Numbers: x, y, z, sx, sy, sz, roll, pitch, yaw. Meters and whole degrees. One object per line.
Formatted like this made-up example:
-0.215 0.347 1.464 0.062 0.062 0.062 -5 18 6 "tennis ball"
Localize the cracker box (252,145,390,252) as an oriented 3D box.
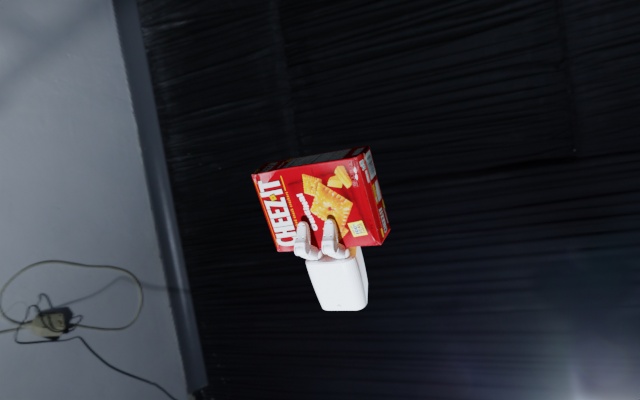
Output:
0.000 0.003 0.858 0.214 0.164 0.072 -7 20 27 "cracker box"
